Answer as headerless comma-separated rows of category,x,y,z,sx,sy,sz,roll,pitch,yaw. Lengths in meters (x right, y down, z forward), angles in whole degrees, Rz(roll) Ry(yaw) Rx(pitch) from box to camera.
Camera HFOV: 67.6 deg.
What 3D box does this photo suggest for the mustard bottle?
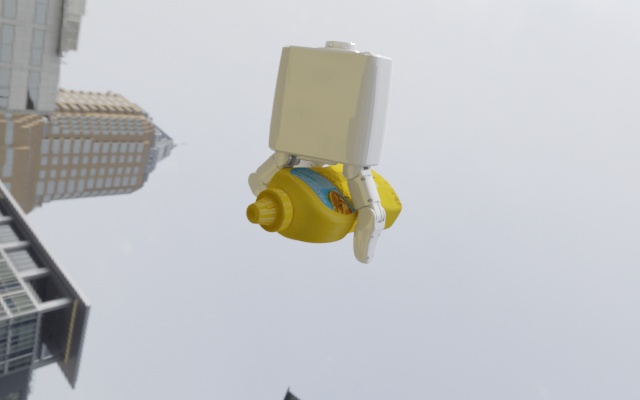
mustard bottle,0.000,0.002,0.500,0.096,0.058,0.191,44,31,27
